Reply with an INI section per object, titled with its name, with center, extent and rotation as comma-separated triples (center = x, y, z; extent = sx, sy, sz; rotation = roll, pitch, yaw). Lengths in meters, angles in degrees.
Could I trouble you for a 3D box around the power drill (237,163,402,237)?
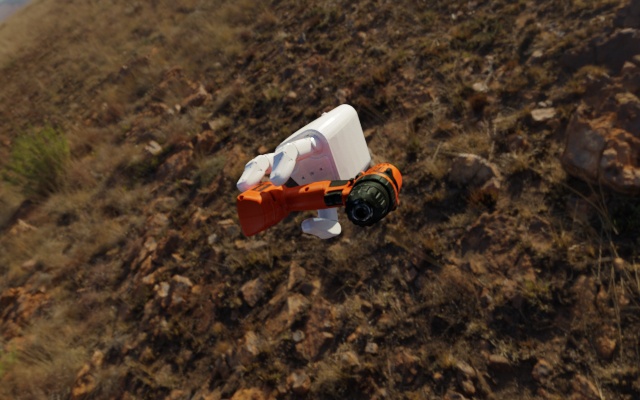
[power drill]
center = 0.000, 0.002, 0.571
extent = 0.187, 0.057, 0.184
rotation = -7, 9, 17
